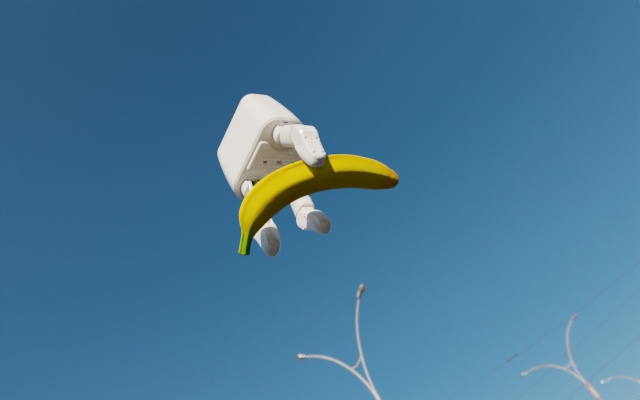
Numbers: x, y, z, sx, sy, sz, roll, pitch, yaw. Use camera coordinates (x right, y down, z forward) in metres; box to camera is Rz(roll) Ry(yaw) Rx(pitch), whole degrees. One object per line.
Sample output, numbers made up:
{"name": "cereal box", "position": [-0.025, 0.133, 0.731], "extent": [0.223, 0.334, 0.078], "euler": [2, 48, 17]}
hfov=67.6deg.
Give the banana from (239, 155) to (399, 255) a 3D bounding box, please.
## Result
{"name": "banana", "position": [-0.007, -0.013, 0.511], "extent": [0.198, 0.070, 0.037], "euler": [-23, 29, -15]}
